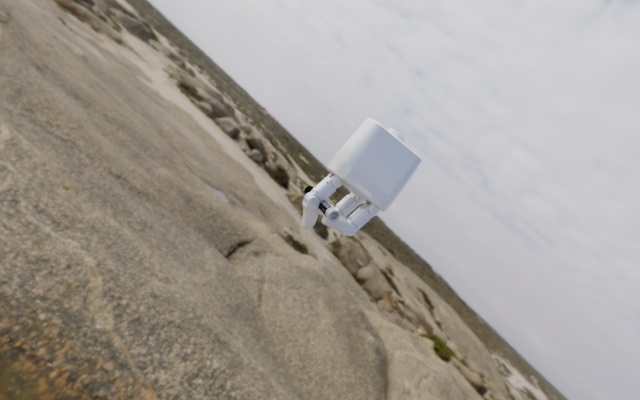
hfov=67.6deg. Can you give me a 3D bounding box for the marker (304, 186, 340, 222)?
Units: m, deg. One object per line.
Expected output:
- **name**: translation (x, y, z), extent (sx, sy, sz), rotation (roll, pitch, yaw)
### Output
- **marker**: translation (0.000, 0.003, 0.776), extent (0.020, 0.020, 0.121), rotation (0, 21, -22)
